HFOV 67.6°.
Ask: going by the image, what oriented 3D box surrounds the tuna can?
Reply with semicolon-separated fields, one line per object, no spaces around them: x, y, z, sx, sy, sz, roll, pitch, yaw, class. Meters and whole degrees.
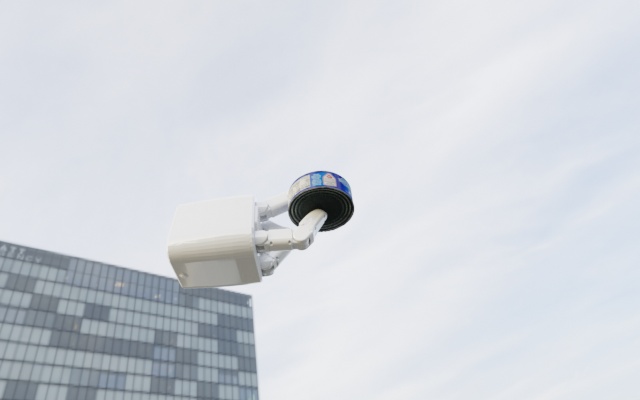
0.000;0.002;0.623;0.086;0.033;0.086;-3;-43;-2;tuna can
